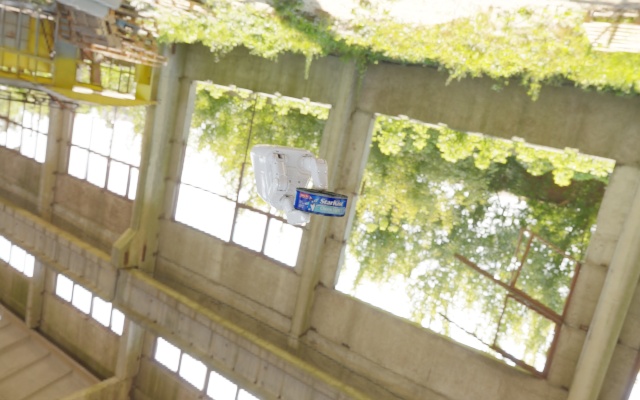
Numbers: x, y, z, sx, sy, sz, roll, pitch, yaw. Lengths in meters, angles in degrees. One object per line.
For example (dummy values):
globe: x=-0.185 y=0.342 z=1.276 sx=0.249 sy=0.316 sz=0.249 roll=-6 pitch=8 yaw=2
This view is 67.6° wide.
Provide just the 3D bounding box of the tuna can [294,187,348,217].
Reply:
tuna can: x=0.000 y=0.003 z=0.768 sx=0.086 sy=0.034 sz=0.086 roll=10 pitch=5 yaw=-1
